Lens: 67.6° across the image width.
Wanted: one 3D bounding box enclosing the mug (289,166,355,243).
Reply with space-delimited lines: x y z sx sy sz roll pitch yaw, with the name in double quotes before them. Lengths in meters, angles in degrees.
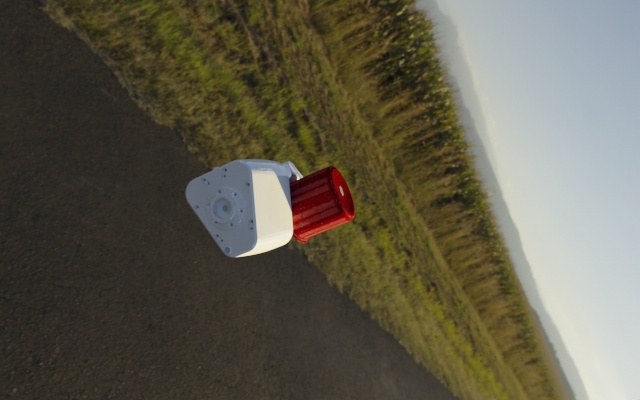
"mug" 0.001 0.002 0.684 0.081 0.093 0.117 -22 -4 18
